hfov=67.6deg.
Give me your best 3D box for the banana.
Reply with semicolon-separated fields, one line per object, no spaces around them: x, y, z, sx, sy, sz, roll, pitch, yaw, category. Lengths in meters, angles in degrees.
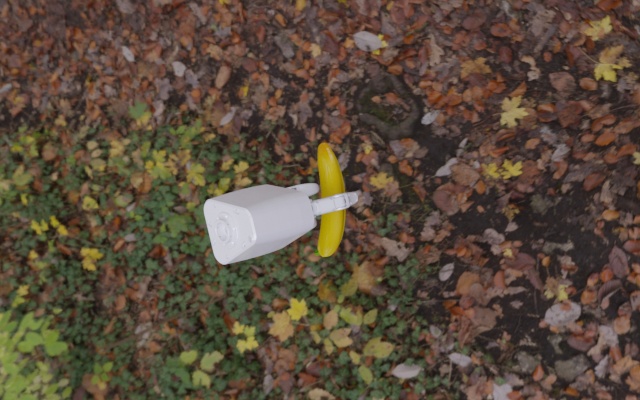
0.012;0.011;0.752;0.037;0.198;0.069;-12;26;-38;banana
